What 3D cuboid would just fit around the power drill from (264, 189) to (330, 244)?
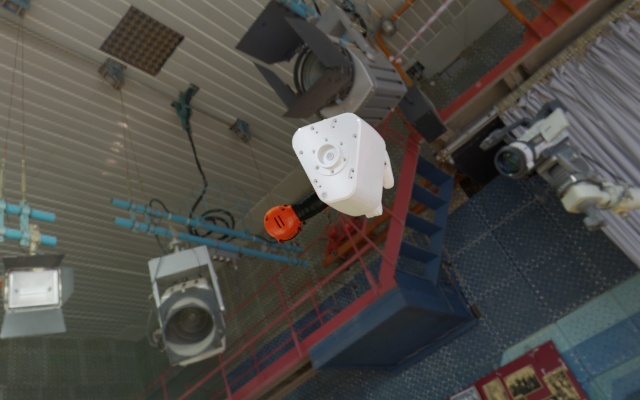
[{"bbox_3d":[0.000,0.002,0.757,0.187,0.057,0.184,-34,-2,-2],"label":"power drill"}]
